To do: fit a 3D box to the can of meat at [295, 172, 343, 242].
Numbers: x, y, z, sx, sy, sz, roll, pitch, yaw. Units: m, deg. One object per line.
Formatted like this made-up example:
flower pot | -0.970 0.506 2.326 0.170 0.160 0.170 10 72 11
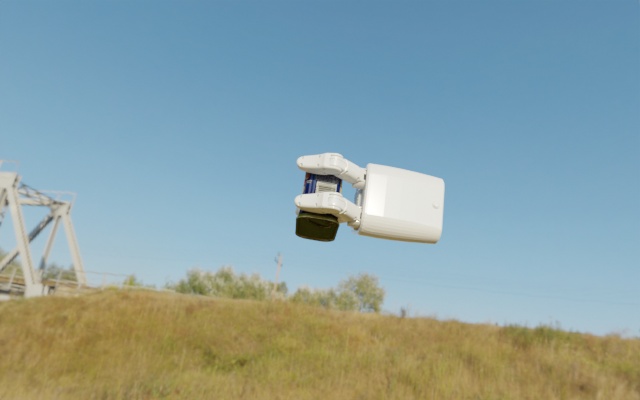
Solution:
can of meat | 0.000 0.002 0.661 0.057 0.084 0.102 9 -20 0
